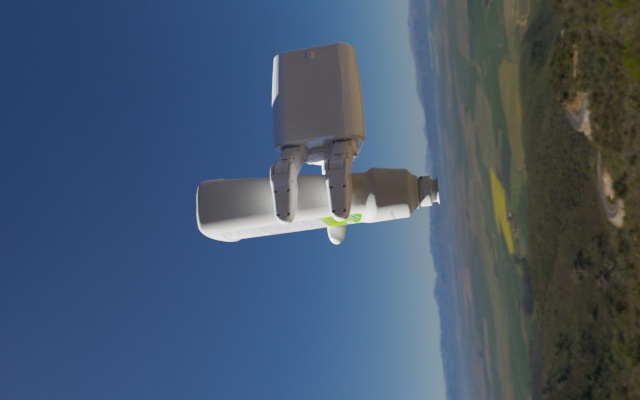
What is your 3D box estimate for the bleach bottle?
[{"bbox_3d":[0.000,0.002,0.519,0.251,0.068,0.102,-5,-9,13],"label":"bleach bottle"}]
